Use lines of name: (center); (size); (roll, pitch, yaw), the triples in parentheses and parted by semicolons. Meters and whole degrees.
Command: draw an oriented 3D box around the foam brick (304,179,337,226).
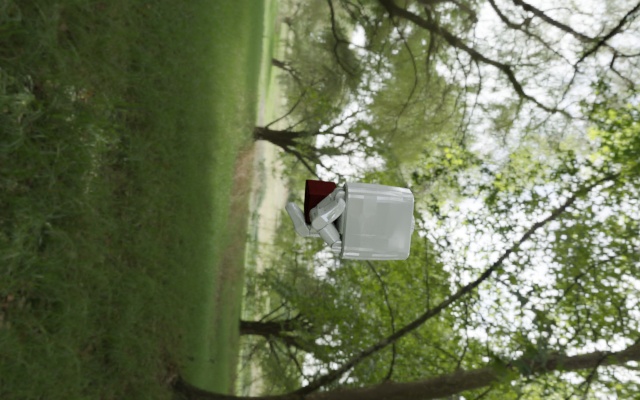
foam brick: (0.000, 0.002, 0.792); (0.051, 0.053, 0.078); (4, 21, -6)
